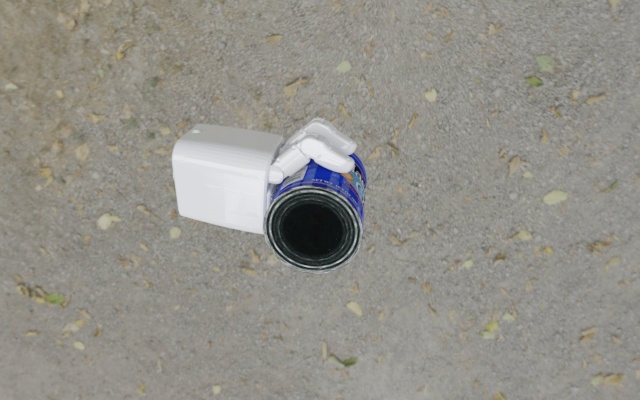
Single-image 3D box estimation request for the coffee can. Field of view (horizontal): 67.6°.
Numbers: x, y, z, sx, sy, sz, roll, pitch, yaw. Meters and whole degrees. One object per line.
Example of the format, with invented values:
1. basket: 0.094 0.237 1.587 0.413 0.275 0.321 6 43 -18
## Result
1. coffee can: 0.000 0.002 0.545 0.103 0.103 0.140 0 26 7
